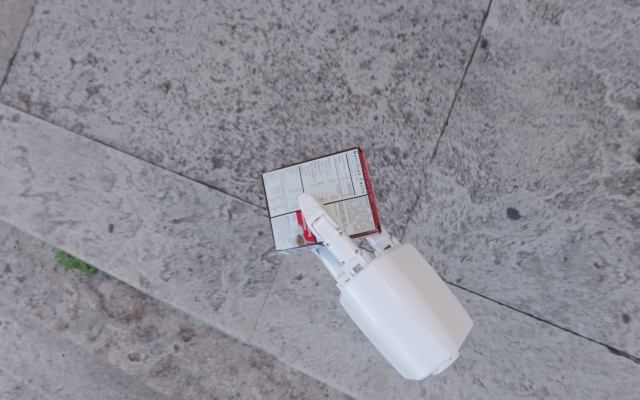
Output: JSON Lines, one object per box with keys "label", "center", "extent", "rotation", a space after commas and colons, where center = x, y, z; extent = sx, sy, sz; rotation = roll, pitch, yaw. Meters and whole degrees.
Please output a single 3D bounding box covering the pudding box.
{"label": "pudding box", "center": [0.000, 0.002, 0.500], "extent": [0.113, 0.090, 0.039], "rotation": [-13, -11, 11]}
